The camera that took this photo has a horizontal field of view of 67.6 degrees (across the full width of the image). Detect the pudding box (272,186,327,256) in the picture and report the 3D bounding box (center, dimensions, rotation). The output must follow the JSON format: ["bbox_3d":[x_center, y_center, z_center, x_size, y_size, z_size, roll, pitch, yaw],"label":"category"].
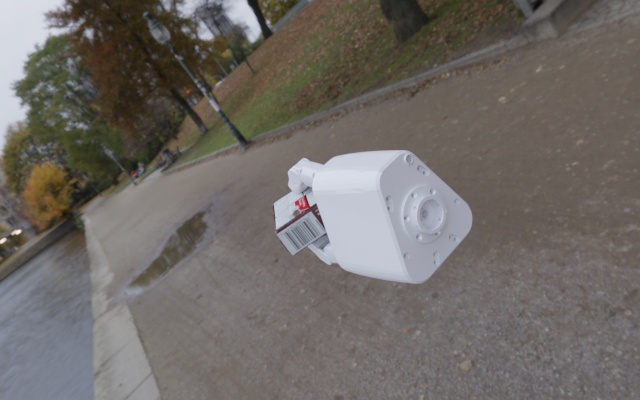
[{"bbox_3d":[0.000,0.002,0.544,0.113,0.039,0.090,-33,20,5],"label":"pudding box"}]
